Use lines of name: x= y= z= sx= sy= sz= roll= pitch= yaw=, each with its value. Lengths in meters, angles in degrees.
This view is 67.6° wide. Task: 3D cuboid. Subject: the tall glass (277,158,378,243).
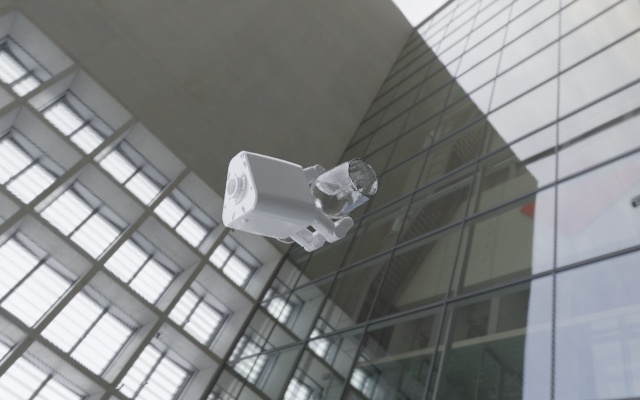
tall glass: x=0.000 y=0.003 z=0.768 sx=0.079 sy=0.079 sz=0.201 roll=0 pitch=-22 yaw=-44
